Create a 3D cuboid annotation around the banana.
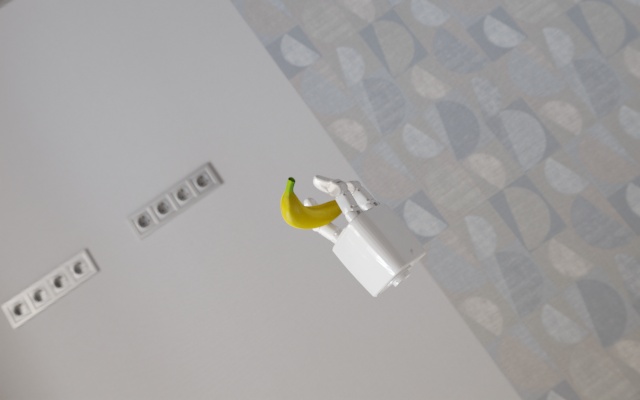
[{"bbox_3d":[-0.013,0.016,0.761,0.037,0.069,0.198,44,10,24],"label":"banana"}]
